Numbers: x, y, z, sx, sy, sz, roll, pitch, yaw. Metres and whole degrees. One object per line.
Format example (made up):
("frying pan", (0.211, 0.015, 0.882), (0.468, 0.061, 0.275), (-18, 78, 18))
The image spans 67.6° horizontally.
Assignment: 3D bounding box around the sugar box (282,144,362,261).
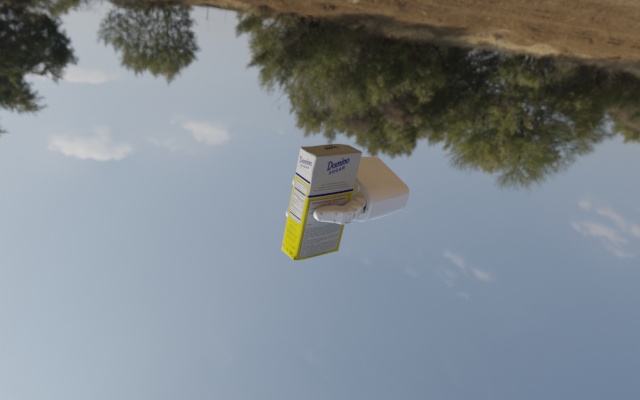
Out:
("sugar box", (0.000, 0.002, 0.733), (0.093, 0.176, 0.048), (-9, 30, -39))
